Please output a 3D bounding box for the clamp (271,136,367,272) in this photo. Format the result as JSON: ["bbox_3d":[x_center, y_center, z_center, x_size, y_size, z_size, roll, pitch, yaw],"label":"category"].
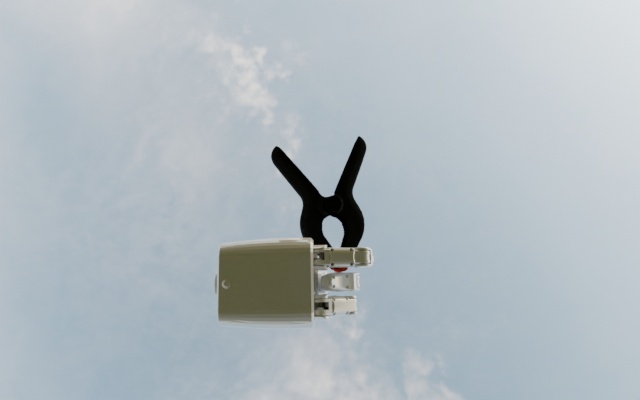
[{"bbox_3d":[0.000,0.002,0.586,0.120,0.171,0.039,-1,-14,-2],"label":"clamp"}]
